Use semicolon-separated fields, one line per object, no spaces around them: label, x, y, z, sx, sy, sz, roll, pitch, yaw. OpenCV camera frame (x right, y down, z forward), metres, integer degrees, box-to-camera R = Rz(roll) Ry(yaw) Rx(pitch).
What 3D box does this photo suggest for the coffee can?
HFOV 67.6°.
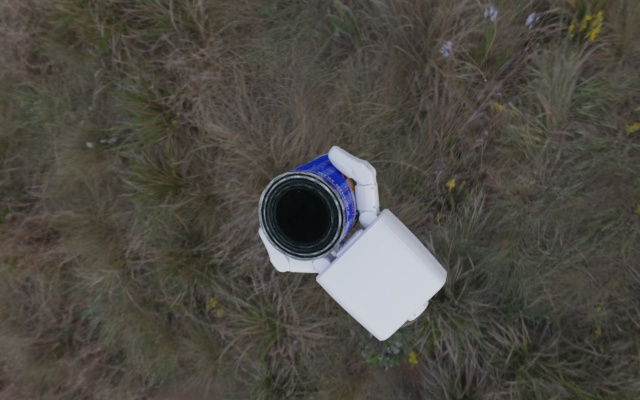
coffee can;0.000;0.002;0.584;0.103;0.103;0.140;0;13;19
